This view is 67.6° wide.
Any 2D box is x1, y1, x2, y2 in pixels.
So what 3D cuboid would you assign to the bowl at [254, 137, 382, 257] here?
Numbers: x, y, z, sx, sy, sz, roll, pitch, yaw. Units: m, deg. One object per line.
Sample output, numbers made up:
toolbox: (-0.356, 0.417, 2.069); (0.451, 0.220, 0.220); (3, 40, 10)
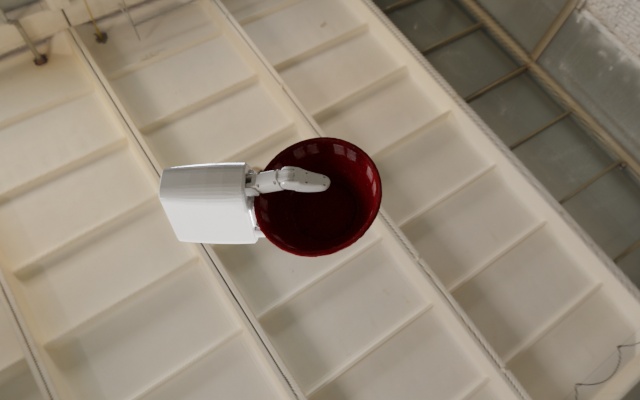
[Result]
bowl: (0.001, 0.002, 0.605); (0.162, 0.162, 0.055); (0, -24, 14)
